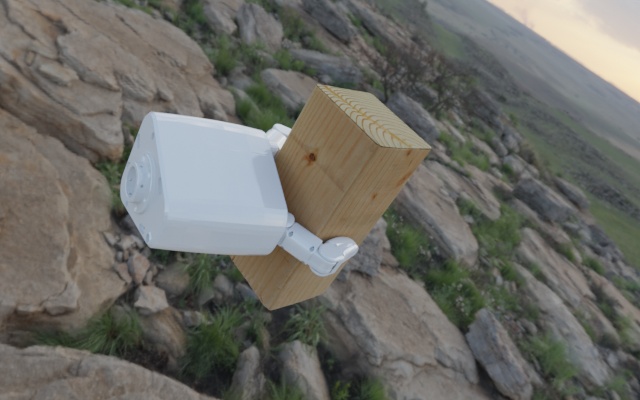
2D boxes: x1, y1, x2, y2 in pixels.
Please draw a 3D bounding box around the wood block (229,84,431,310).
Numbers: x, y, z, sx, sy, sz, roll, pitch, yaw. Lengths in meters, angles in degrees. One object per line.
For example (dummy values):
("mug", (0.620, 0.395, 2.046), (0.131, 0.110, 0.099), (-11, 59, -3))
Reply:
("wood block", (0.000, 0.002, 0.474), (0.090, 0.206, 0.090), (-6, 47, -49))
